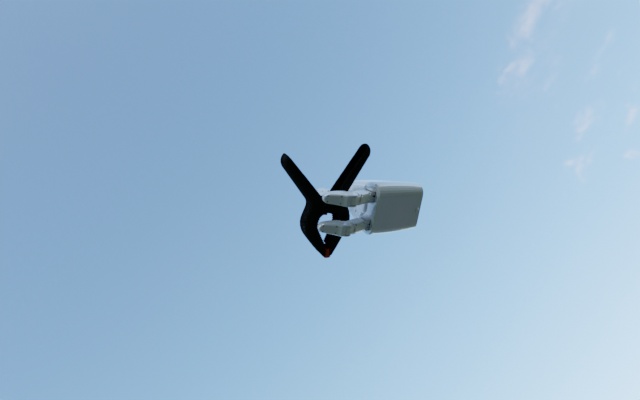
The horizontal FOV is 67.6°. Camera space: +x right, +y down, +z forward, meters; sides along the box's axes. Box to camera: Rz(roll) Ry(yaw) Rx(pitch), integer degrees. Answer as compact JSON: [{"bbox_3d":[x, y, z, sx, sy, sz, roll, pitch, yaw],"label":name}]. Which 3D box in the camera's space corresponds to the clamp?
[{"bbox_3d":[0.000,0.003,0.828,0.164,0.210,0.036,-2,22,-26],"label":"clamp"}]
